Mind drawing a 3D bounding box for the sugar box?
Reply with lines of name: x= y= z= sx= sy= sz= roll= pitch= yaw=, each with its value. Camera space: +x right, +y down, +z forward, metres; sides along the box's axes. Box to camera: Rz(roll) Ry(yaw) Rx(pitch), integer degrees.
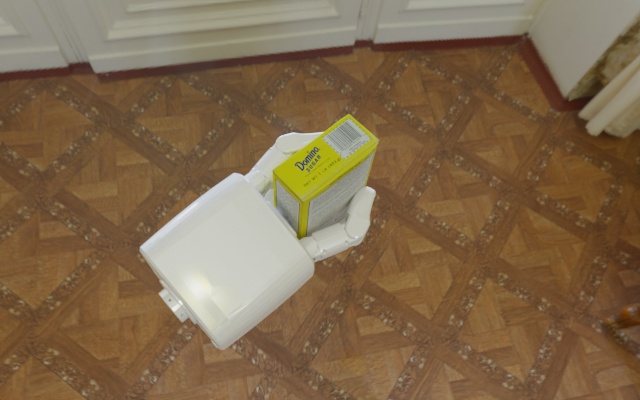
sugar box: x=0.000 y=0.001 z=0.477 sx=0.093 sy=0.048 sz=0.176 roll=-38 pitch=-16 yaw=-21
